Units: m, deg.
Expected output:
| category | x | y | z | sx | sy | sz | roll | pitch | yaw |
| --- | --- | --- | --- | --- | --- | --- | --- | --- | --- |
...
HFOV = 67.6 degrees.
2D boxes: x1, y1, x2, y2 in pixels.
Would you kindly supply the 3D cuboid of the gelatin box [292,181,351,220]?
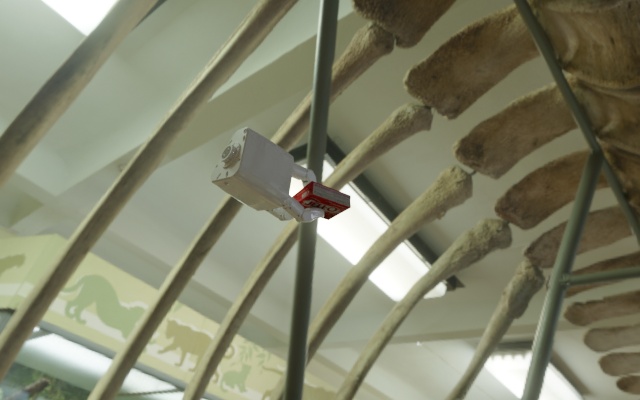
| category | x | y | z | sx | sy | sz | roll | pitch | yaw |
| --- | --- | --- | --- | --- | --- | --- | --- | --- | --- |
| gelatin box | 0.000 | 0.003 | 0.884 | 0.089 | 0.030 | 0.073 | 19 | -31 | -28 |
